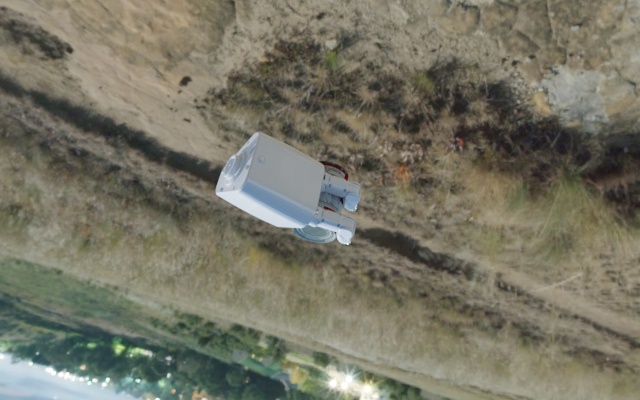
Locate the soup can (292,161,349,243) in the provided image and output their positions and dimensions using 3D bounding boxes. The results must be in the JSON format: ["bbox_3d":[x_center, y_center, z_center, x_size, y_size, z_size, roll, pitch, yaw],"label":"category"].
[{"bbox_3d":[0.000,0.003,0.701,0.068,0.102,0.068,9,-28,5],"label":"soup can"}]
